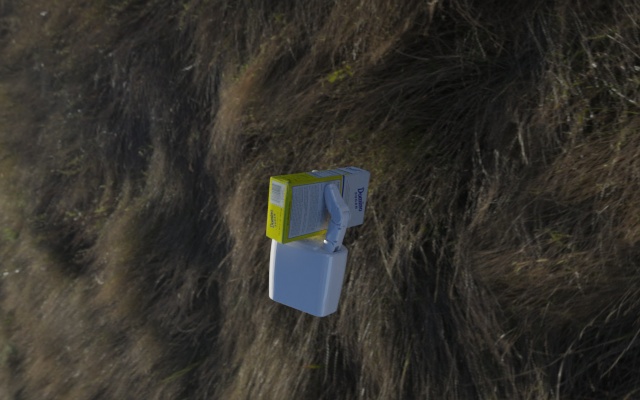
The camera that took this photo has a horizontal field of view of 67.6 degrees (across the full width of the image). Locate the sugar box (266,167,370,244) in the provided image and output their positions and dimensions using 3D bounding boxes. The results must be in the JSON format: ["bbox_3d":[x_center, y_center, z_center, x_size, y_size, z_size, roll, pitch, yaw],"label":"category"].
[{"bbox_3d":[0.000,0.002,0.733,0.048,0.093,0.176,21,21,39],"label":"sugar box"}]
